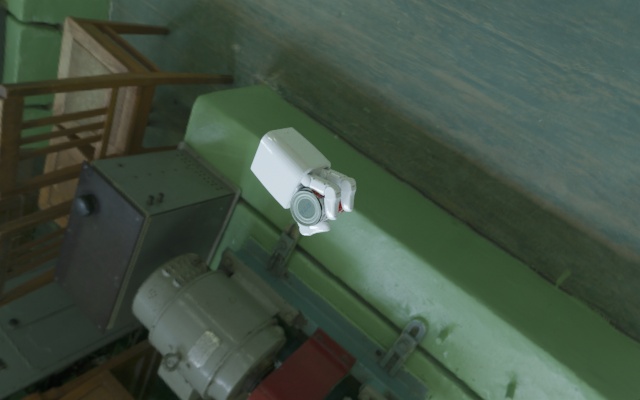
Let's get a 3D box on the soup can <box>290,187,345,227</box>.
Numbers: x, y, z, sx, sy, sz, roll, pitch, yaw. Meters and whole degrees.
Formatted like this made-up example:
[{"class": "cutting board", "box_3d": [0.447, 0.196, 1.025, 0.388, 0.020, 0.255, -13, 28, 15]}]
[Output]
[{"class": "soup can", "box_3d": [0.000, 0.003, 0.862, 0.068, 0.068, 0.102, 0, 13, 33]}]
